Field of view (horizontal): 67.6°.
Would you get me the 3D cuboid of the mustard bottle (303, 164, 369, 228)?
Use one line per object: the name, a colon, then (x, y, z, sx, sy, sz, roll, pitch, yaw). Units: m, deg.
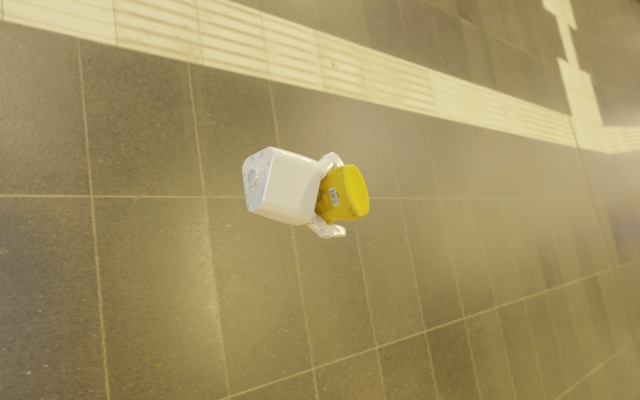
mustard bottle: (0.001, 0.003, 0.898, 0.058, 0.096, 0.192, -16, -2, -45)
